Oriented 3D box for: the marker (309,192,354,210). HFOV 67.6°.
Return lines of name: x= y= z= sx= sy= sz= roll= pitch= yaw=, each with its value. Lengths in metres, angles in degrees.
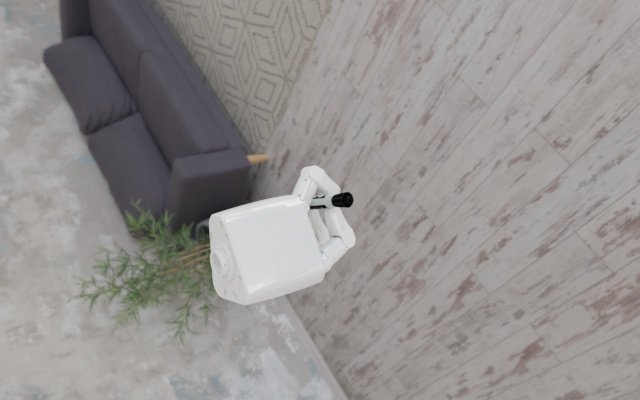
marker: x=0.000 y=0.002 z=0.605 sx=0.020 sy=0.020 sz=0.121 roll=0 pitch=-3 yaw=-36
